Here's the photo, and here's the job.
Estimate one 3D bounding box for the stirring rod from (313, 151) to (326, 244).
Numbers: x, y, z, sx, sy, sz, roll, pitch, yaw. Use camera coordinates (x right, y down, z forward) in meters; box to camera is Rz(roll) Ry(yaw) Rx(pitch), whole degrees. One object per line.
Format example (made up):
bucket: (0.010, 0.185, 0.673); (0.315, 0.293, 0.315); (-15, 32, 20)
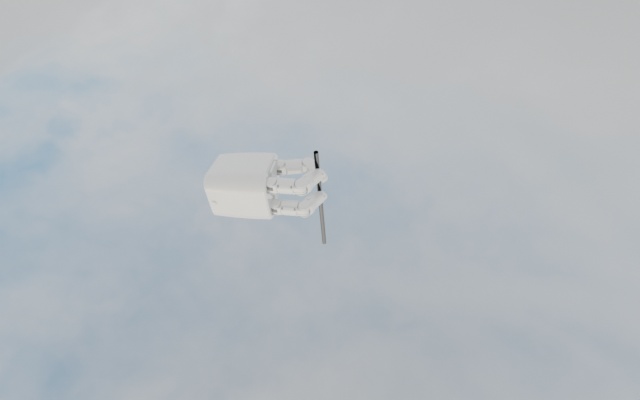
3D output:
stirring rod: (0.000, 0.003, 0.860); (0.011, 0.011, 0.240); (0, -42, 5)
